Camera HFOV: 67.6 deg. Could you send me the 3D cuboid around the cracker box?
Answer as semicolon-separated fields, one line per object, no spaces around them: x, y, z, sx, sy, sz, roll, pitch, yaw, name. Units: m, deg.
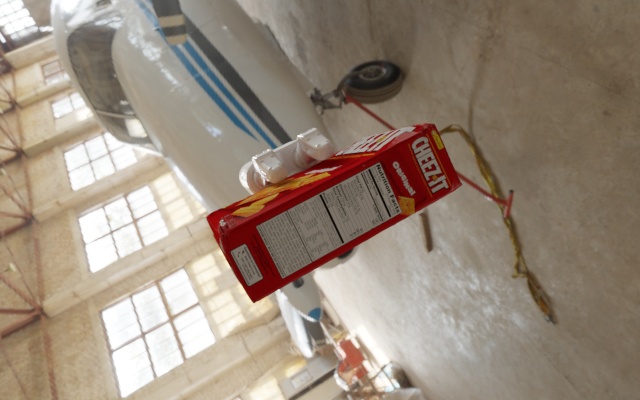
0.000;0.002;0.473;0.213;0.072;0.164;-28;11;-13;cracker box
